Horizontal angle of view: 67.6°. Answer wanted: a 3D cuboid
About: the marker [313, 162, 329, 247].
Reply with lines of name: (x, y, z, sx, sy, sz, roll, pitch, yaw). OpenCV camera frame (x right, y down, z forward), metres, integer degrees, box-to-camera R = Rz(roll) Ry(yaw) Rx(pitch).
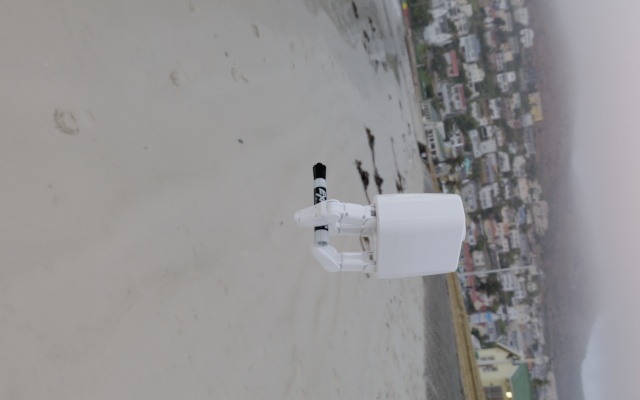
marker: (0.000, 0.002, 0.616, 0.020, 0.121, 0.020, -1, -32, -1)
